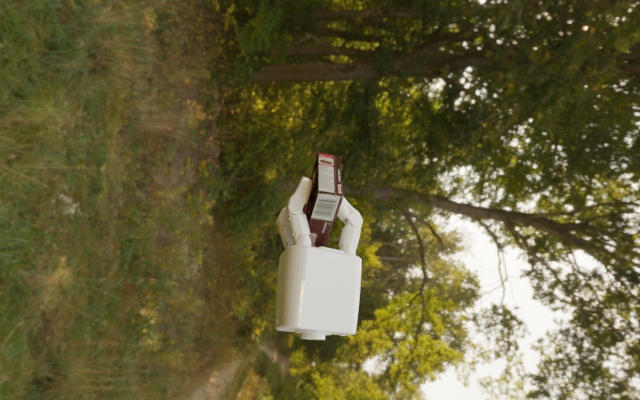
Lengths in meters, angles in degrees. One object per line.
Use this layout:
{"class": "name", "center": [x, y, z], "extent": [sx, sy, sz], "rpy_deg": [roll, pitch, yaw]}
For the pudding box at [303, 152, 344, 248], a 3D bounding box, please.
{"class": "pudding box", "center": [0.000, 0.002, 0.684], "extent": [0.039, 0.114, 0.090], "rpy_deg": [10, 42, -11]}
